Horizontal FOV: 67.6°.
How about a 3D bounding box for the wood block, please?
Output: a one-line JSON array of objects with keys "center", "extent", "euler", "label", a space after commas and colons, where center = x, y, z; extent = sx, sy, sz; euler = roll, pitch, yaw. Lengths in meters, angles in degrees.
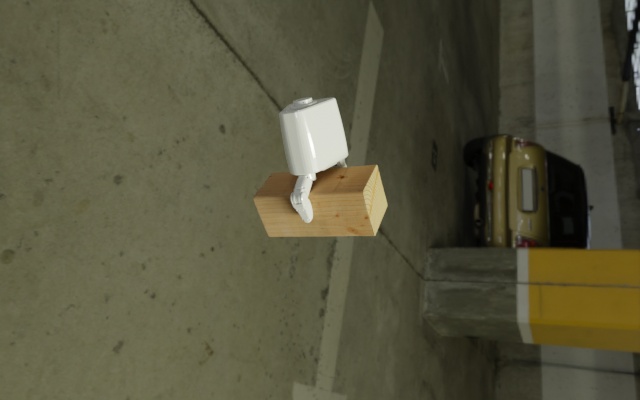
[{"center": [0.000, 0.003, 0.841], "extent": [0.206, 0.090, 0.090], "euler": [-3, 33, 26], "label": "wood block"}]
